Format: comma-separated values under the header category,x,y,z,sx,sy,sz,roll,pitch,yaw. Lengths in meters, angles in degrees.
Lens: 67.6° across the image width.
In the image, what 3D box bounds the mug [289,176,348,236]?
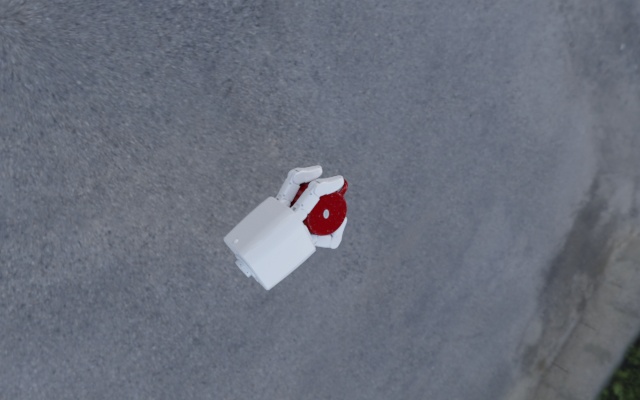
category,x,y,z,sx,sy,sz,roll,pitch,yaw
mug,0.001,0.002,0.817,0.117,0.093,0.081,-42,36,-14
